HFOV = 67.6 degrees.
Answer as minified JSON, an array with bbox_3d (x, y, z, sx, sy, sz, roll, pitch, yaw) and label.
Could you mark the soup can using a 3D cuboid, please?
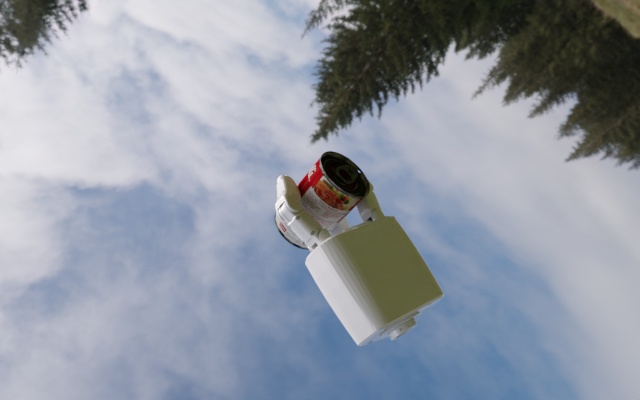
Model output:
[{"bbox_3d":[0.000,0.002,0.556,0.068,0.068,0.102,0,-39,-46],"label":"soup can"}]
